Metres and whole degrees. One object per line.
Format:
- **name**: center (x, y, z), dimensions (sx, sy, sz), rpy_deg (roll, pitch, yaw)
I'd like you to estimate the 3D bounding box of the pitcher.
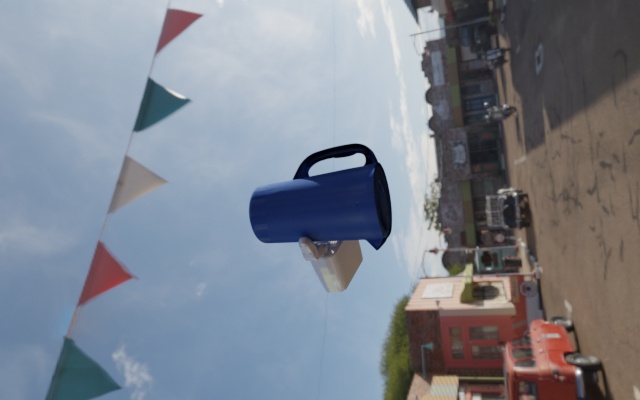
- **pitcher**: center (0.000, 0.003, 0.853), dimensions (0.243, 0.145, 0.149), rpy_deg (-7, 40, 19)
